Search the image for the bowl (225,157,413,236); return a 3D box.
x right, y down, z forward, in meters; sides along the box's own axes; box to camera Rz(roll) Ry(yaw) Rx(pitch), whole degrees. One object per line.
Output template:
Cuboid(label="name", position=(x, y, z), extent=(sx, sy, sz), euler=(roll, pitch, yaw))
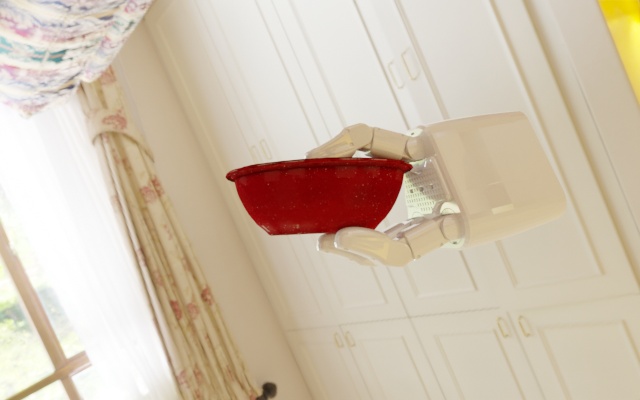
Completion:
Cuboid(label="bowl", position=(-0.001, 0.002, 0.416), extent=(0.162, 0.055, 0.162), euler=(-2, -4, 0))
